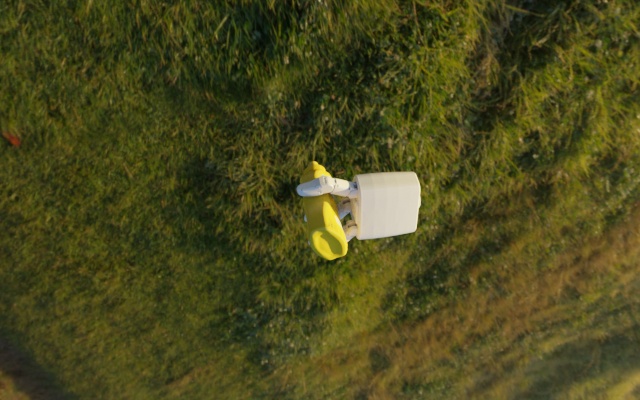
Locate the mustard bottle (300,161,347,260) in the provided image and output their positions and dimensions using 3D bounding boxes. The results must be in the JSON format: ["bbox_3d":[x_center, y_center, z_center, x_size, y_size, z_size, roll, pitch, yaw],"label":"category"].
[{"bbox_3d":[0.000,0.003,0.842,0.058,0.191,0.096,-21,-41,12],"label":"mustard bottle"}]
